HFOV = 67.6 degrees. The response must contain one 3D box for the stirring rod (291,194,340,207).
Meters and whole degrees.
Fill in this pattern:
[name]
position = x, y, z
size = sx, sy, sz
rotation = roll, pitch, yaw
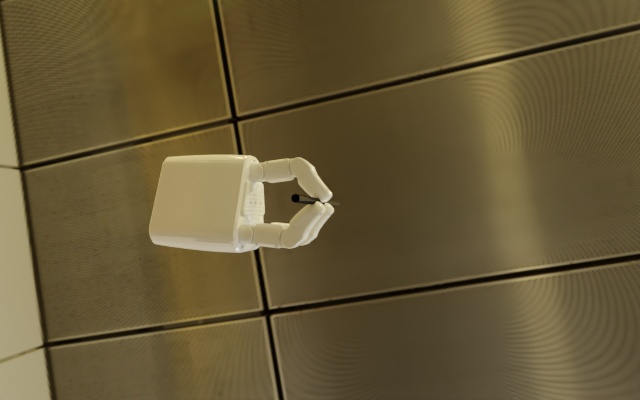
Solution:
[stirring rod]
position = 0.000, 0.002, 0.553
size = 0.011, 0.011, 0.239
rotation = 0, -2, 11
